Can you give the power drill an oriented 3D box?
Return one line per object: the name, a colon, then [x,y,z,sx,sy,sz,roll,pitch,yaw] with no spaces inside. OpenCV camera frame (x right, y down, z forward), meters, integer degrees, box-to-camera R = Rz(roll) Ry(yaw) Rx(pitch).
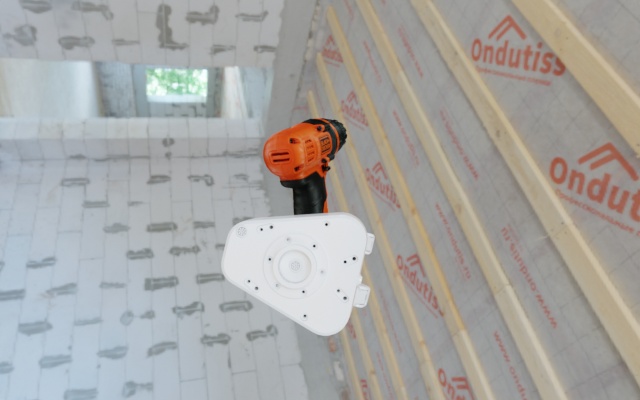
power drill: [0.000,0.002,0.542,0.057,0.188,0.184,-6,12,22]
